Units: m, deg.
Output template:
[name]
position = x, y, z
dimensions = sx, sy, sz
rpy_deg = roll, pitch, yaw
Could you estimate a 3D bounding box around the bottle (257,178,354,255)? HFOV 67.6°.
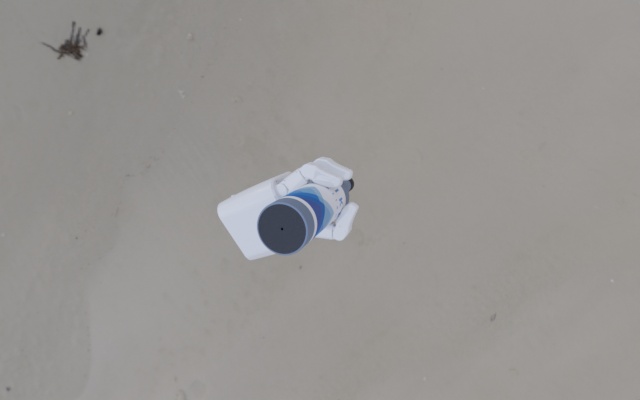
[bottle]
position = 0.000, 0.002, 0.703
dimensions = 0.069, 0.069, 0.295
rpy_deg = 0, 13, 19
